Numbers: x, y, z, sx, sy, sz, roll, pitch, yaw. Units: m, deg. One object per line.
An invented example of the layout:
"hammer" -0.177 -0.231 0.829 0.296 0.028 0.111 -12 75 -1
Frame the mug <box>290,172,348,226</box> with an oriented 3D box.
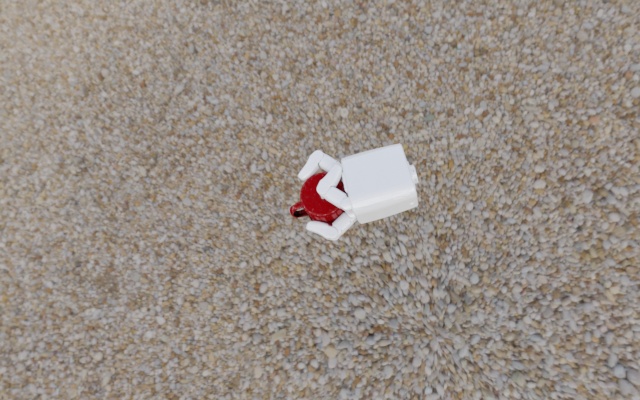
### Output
"mug" -0.001 0.003 0.855 0.117 0.093 0.081 -17 -19 8
